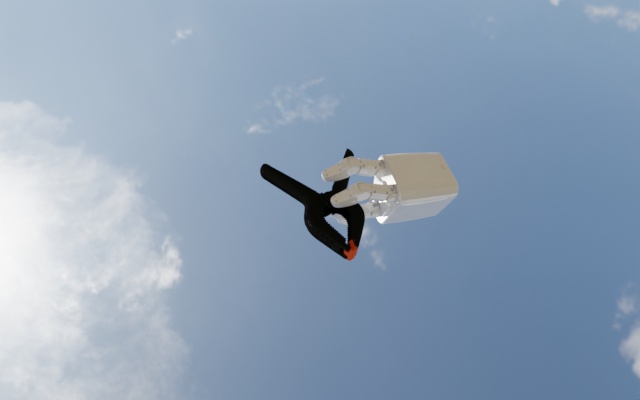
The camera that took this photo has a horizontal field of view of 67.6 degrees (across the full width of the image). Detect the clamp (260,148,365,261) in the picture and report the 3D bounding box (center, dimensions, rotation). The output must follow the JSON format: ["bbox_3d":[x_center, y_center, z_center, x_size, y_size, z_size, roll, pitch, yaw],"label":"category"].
[{"bbox_3d":[0.000,0.003,0.747,0.164,0.209,0.036,-7,-38,-14],"label":"clamp"}]
